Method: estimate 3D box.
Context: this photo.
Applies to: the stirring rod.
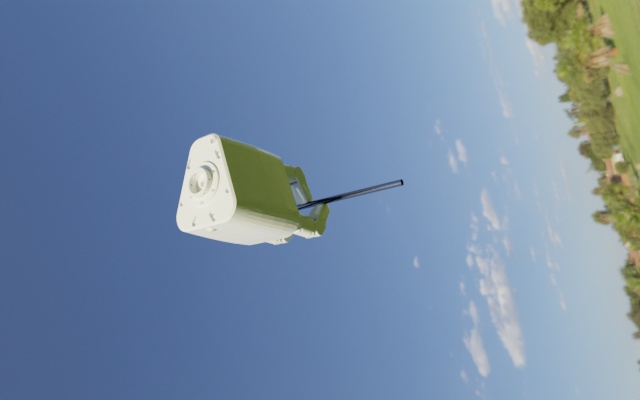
[{"bbox_3d":[0.000,0.002,0.642,0.239,0.011,0.011,-14,-8,32],"label":"stirring rod"}]
